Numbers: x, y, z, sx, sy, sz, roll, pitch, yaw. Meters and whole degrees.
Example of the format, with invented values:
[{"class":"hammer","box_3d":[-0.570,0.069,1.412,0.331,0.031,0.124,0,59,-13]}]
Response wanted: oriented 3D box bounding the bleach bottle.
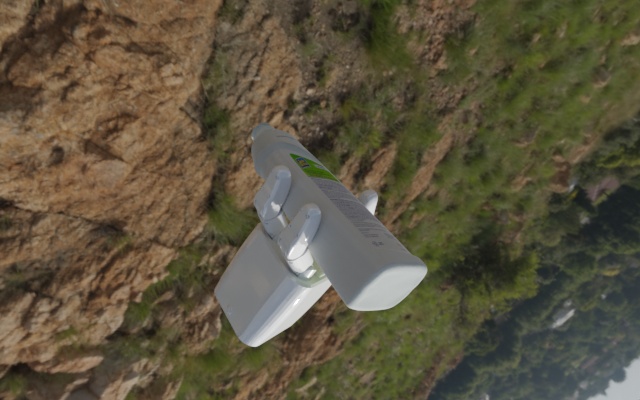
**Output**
[{"class":"bleach bottle","box_3d":[0.000,0.002,0.517,0.102,0.068,0.250,15,31,-52]}]
